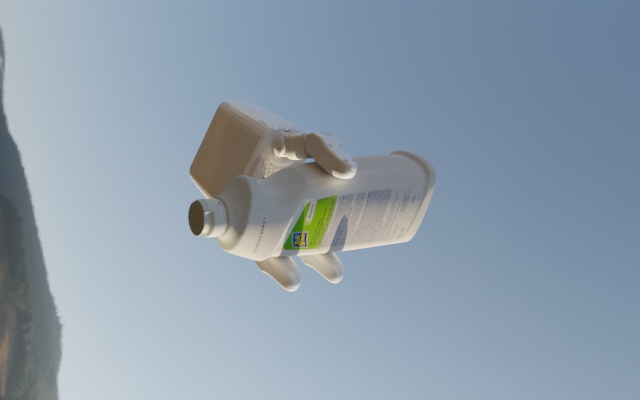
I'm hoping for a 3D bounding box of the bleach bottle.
[{"bbox_3d":[0.000,0.002,0.452,0.251,0.103,0.068,-3,27,-40],"label":"bleach bottle"}]
